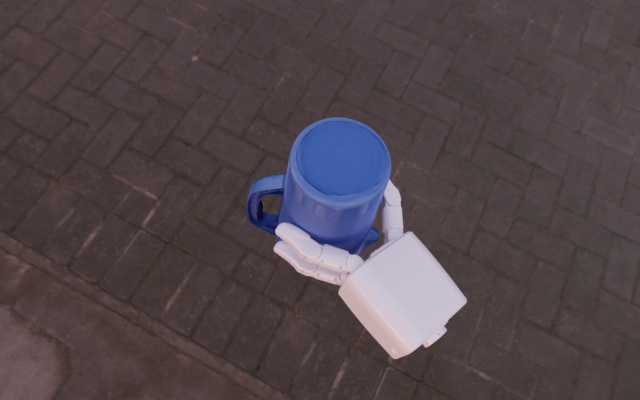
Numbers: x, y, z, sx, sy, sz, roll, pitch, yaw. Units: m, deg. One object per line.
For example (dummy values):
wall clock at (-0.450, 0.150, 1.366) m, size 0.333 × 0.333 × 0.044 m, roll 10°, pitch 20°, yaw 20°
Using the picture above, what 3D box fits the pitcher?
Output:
pitcher at (0.000, 0.002, 0.600) m, size 0.149 × 0.145 × 0.243 m, roll -33°, pitch -16°, yaw -17°
